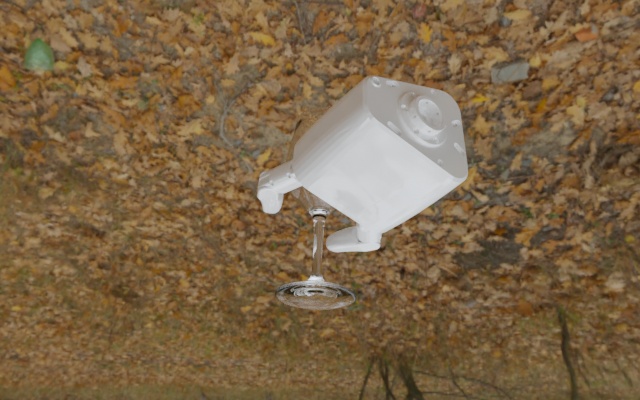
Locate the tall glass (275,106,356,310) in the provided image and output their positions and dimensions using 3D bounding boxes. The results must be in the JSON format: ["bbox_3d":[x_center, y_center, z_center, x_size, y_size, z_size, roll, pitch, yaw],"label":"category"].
[{"bbox_3d":[0.000,0.002,0.482,0.079,0.201,0.079,2,-30,1],"label":"tall glass"}]
